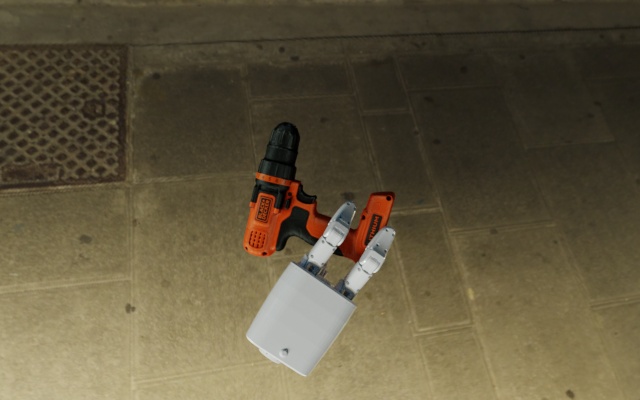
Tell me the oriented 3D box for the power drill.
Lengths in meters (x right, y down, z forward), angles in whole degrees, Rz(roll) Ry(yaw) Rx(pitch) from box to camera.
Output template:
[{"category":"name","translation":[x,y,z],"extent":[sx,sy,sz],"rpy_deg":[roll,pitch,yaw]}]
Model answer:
[{"category":"power drill","translation":[0.000,0.002,0.637],"extent":[0.187,0.184,0.057],"rpy_deg":[15,6,10]}]
